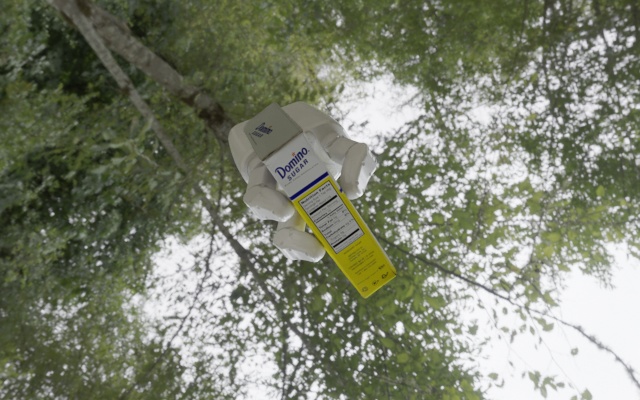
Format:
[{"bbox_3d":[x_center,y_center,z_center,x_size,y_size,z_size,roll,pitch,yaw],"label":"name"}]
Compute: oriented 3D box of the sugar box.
[{"bbox_3d":[0.000,0.002,0.436,0.048,0.176,0.093,-38,31,0],"label":"sugar box"}]
